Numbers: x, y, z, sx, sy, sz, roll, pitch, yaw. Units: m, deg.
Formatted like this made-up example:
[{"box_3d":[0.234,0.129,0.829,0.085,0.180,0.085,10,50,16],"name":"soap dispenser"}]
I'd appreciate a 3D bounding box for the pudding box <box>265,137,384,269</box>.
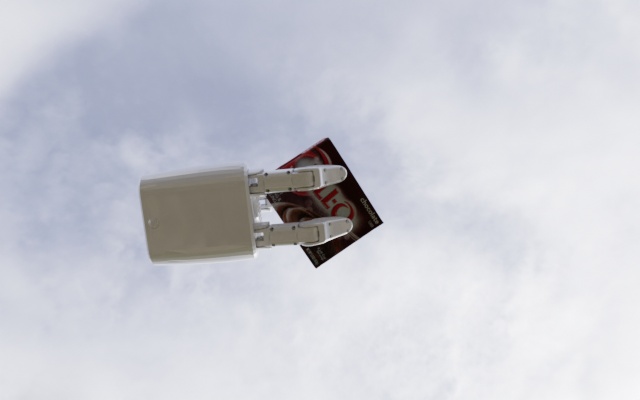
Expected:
[{"box_3d":[0.000,0.002,0.519,0.090,0.113,0.039,-34,10,-1],"name":"pudding box"}]
